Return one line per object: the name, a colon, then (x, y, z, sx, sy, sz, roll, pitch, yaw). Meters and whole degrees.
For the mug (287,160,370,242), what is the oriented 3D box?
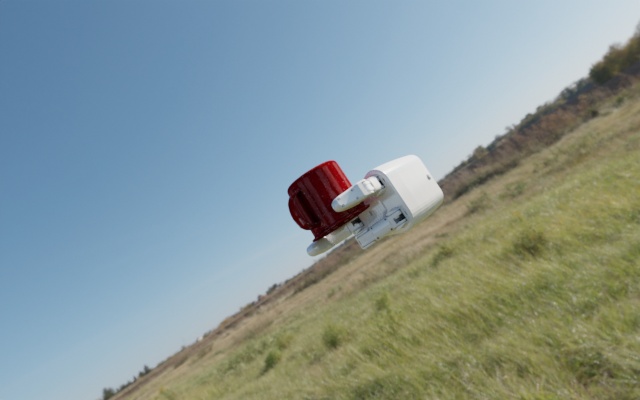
mug: (-0.001, 0.002, 0.648, 0.117, 0.081, 0.093, -26, -10, -46)
